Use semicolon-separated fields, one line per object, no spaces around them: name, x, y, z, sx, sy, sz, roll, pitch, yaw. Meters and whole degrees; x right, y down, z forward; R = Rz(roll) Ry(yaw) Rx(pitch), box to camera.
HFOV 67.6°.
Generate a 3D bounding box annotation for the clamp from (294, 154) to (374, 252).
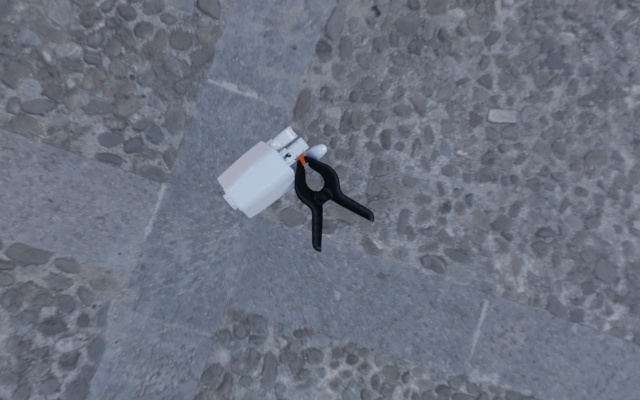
clamp;0.000;0.003;0.836;0.120;0.171;0.039;-39;4;-4
